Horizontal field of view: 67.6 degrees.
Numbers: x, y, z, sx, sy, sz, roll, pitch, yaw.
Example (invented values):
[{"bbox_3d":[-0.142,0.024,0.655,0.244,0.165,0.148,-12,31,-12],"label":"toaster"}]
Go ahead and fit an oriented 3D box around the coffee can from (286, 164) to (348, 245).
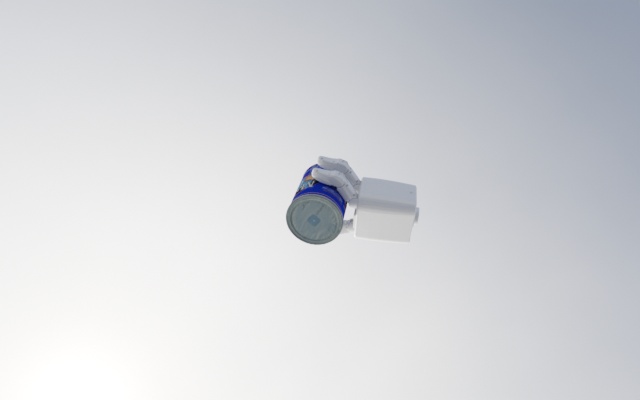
[{"bbox_3d":[0.000,0.003,0.899,0.103,0.103,0.140,0,29,11],"label":"coffee can"}]
